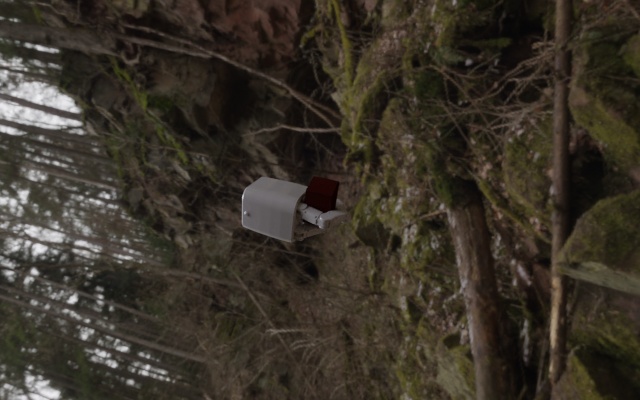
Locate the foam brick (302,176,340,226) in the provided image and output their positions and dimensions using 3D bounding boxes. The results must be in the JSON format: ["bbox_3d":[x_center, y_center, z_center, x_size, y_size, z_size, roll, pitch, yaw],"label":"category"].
[{"bbox_3d":[0.000,0.003,0.892,0.051,0.078,0.053,16,37,10],"label":"foam brick"}]
